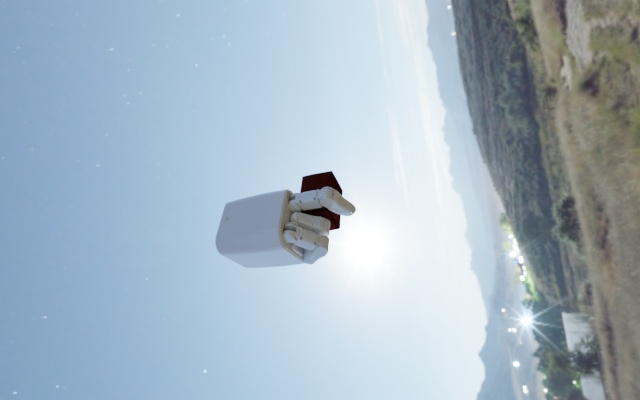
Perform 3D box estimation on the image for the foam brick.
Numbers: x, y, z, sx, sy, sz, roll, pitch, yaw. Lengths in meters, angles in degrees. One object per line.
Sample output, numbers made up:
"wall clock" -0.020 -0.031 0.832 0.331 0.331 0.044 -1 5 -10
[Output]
"foam brick" 0.000 0.002 0.730 0.051 0.078 0.053 -10 -43 19
